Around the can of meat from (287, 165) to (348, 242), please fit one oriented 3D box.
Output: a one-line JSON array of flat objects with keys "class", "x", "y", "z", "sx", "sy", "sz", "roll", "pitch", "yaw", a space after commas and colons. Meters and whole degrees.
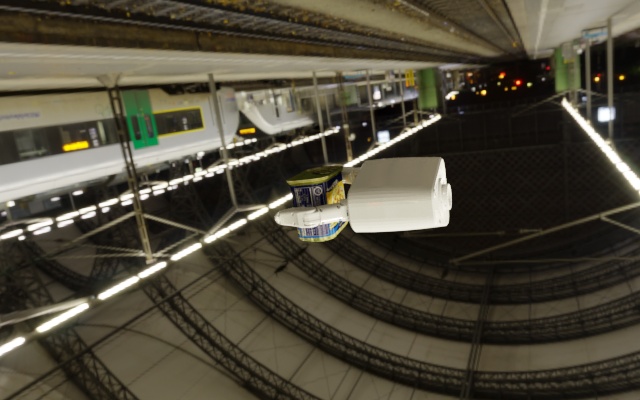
[{"class": "can of meat", "x": 0.000, "y": 0.002, "z": 0.656, "sx": 0.057, "sy": 0.084, "sz": 0.102, "roll": -5, "pitch": 12, "yaw": 20}]
